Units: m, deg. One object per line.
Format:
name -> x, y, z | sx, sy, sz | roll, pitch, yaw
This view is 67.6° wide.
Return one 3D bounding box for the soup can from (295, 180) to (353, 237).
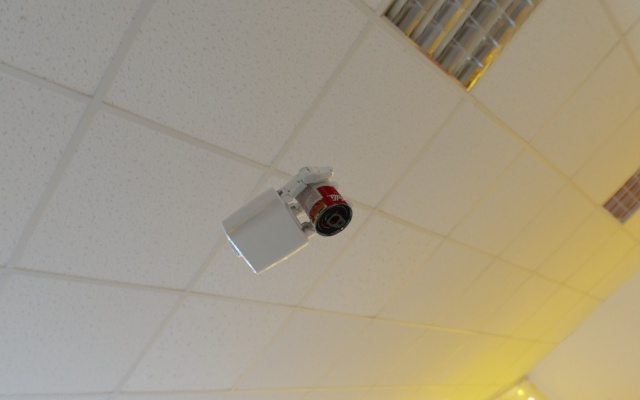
soup can -> 0.000, 0.002, 0.799 | 0.068, 0.068, 0.102 | 0, 36, -33
